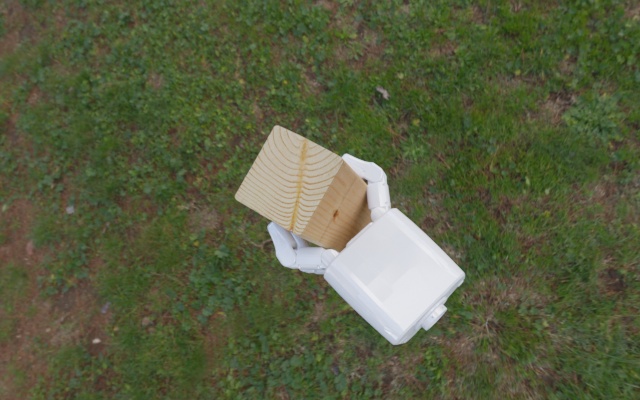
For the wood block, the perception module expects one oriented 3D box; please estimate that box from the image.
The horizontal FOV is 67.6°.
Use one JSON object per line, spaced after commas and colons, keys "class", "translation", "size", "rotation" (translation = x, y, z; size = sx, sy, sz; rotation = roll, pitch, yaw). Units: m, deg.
{"class": "wood block", "translation": [0.001, 0.002, 0.572], "size": [0.090, 0.091, 0.206], "rotation": [29, -3, 23]}
